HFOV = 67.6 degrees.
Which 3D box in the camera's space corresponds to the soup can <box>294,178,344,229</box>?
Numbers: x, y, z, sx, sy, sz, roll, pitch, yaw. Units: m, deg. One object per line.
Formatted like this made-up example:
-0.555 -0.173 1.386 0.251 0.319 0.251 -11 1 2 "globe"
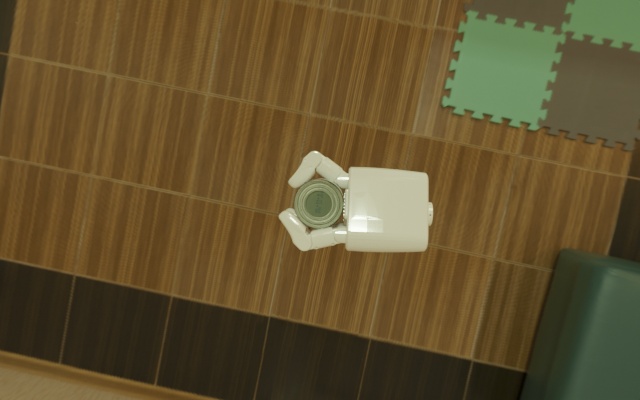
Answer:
0.000 0.002 0.671 0.068 0.068 0.102 0 3 3 "soup can"
